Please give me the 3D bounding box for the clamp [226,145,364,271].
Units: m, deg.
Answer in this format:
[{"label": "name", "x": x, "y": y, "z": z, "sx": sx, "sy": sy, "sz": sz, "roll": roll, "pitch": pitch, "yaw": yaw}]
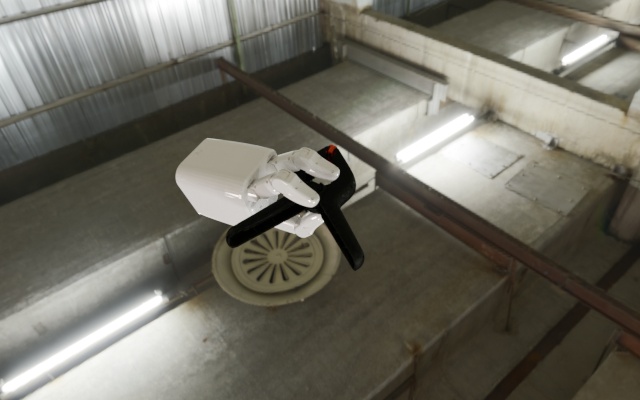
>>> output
[{"label": "clamp", "x": 0.000, "y": 0.002, "z": 0.607, "sx": 0.164, "sy": 0.036, "sz": 0.210, "roll": 15, "pitch": 45, "yaw": 17}]
